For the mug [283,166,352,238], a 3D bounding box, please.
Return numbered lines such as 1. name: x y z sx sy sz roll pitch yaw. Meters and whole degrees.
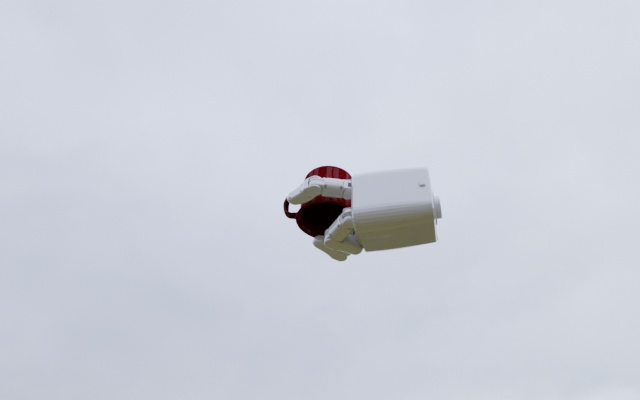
1. mug: -0.001 0.002 0.738 0.117 0.081 0.093 -7 -43 12
